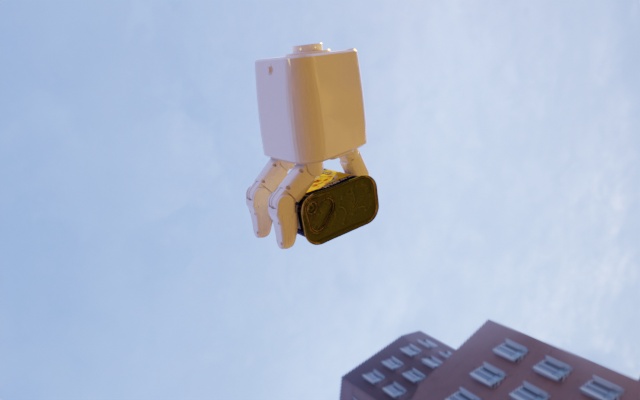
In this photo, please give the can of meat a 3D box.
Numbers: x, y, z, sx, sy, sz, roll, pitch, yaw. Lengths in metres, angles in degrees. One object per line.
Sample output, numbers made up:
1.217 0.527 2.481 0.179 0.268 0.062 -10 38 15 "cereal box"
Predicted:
0.000 0.002 0.542 0.102 0.057 0.084 -21 23 -31 "can of meat"
